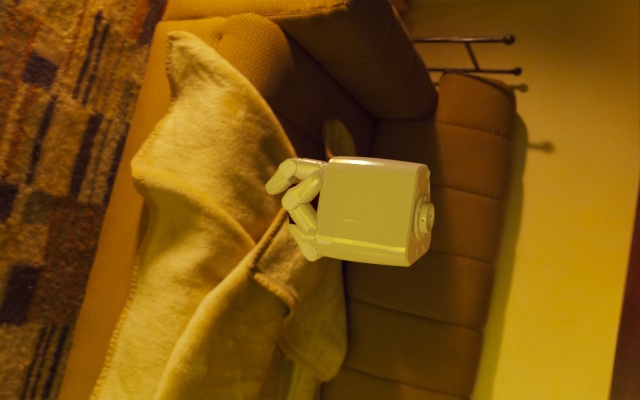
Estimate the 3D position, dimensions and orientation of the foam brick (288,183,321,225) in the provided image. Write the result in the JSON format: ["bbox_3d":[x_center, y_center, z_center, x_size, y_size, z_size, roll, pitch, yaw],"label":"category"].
[{"bbox_3d":[0.000,0.002,0.613,0.051,0.053,0.078,4,10,28],"label":"foam brick"}]
